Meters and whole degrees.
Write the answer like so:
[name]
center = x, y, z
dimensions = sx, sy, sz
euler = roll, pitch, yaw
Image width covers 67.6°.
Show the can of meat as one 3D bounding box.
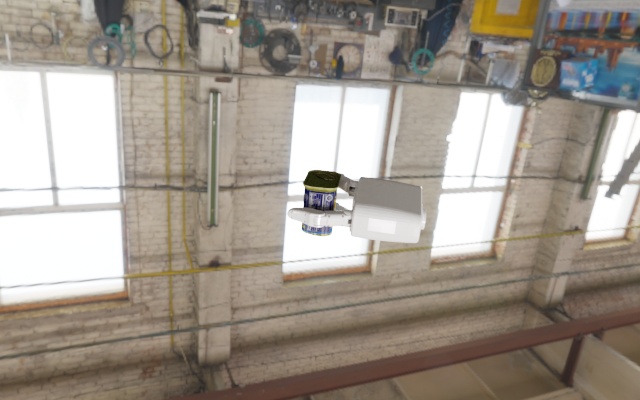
[can of meat]
center = 0.000, 0.003, 0.793
dimensions = 0.057, 0.084, 0.102
euler = 6, 20, 4
